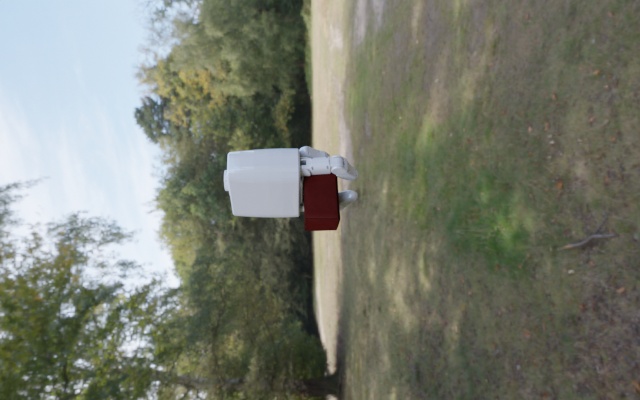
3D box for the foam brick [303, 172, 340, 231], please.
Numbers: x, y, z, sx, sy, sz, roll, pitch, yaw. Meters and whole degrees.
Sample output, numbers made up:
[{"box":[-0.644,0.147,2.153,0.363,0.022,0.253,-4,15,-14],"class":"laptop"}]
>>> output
[{"box":[0.000,0.003,0.723,0.051,0.078,0.053,-1,-24,-5],"class":"foam brick"}]
